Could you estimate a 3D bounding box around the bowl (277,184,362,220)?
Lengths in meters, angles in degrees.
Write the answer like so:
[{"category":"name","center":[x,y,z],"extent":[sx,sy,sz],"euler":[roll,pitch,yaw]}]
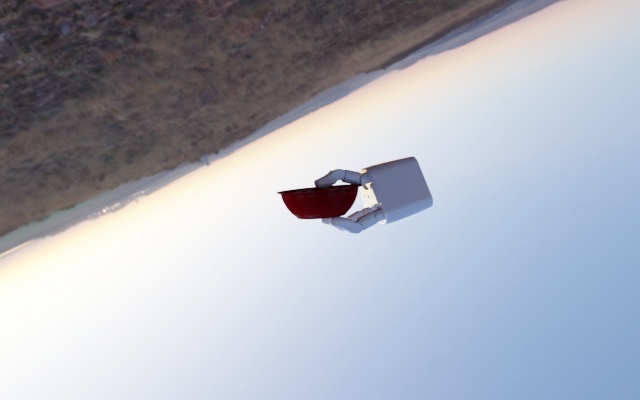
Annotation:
[{"category":"bowl","center":[-0.001,0.004,0.897],"extent":[0.162,0.055,0.162],"euler":[-5,4,0]}]
